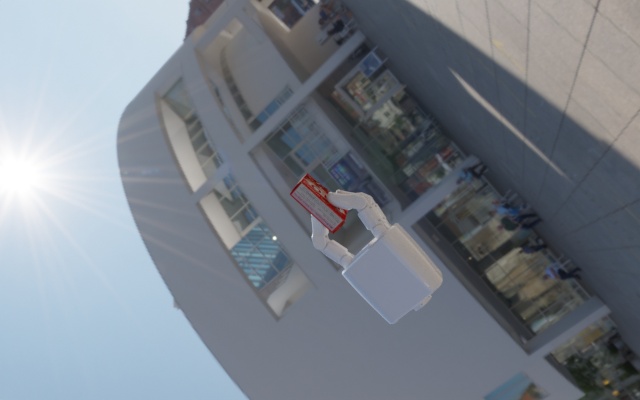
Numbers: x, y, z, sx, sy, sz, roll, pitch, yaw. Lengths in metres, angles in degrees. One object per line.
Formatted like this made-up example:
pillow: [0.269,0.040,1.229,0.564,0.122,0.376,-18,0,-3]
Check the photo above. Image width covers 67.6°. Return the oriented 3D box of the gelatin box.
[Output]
gelatin box: [0.000,0.002,0.720,0.089,0.030,0.073,41,14,-4]
